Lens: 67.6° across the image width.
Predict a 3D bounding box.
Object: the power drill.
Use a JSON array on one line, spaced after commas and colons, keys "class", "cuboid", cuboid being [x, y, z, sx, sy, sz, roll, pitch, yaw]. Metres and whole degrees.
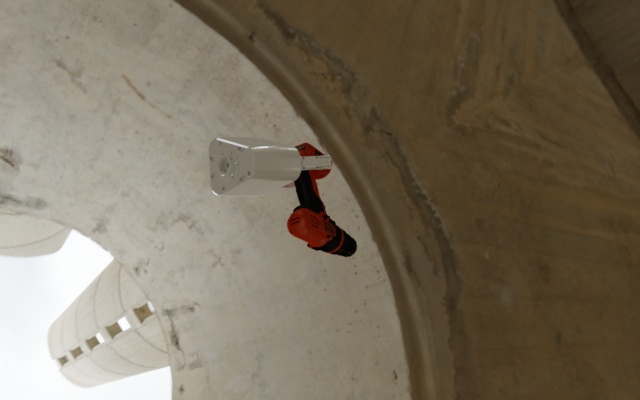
[{"class": "power drill", "cuboid": [0.000, 0.002, 0.857, 0.057, 0.187, 0.184, -24, -31, 23]}]
